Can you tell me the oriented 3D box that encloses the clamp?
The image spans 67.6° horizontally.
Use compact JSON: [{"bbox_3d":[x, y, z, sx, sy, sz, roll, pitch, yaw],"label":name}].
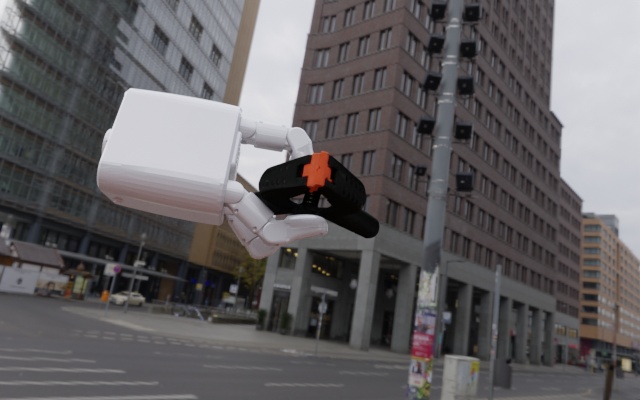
[{"bbox_3d":[0.000,0.001,0.455,0.164,0.036,0.210,10,-14,-9],"label":"clamp"}]
